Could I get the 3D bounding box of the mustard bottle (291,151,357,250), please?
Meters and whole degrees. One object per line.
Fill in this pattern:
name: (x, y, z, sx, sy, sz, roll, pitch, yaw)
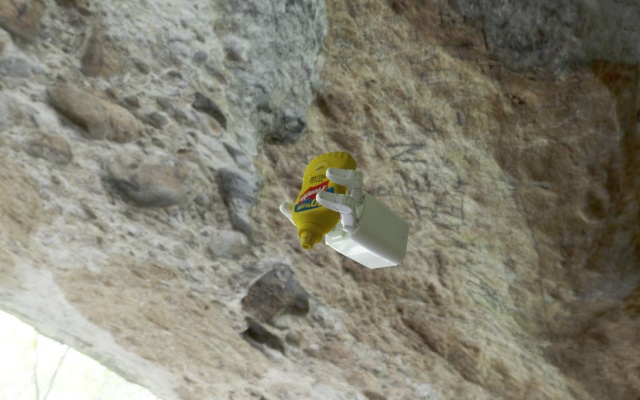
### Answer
mustard bottle: (0.000, 0.002, 0.810, 0.096, 0.191, 0.058, -13, -48, 31)
